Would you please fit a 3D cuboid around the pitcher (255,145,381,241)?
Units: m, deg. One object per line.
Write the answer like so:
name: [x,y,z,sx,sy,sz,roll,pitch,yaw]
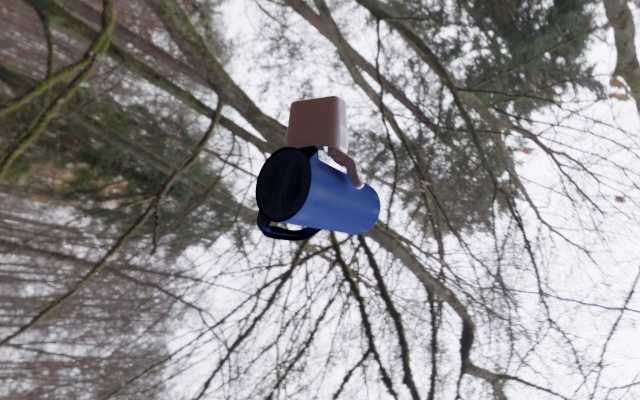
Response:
pitcher: [0.000,0.003,0.899,0.149,0.145,0.243,-12,-19,38]
